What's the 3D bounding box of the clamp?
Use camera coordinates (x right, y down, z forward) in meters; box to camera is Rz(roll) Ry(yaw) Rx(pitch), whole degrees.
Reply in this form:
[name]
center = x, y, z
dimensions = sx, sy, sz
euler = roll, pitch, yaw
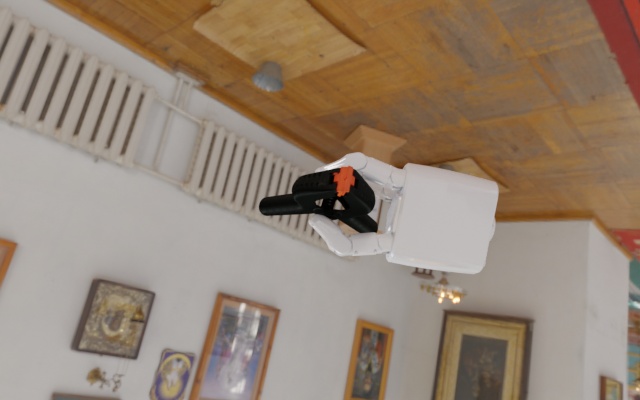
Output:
[clamp]
center = 0.000, 0.003, 0.568
dimensions = 0.164, 0.036, 0.210
euler = 9, -15, 1
